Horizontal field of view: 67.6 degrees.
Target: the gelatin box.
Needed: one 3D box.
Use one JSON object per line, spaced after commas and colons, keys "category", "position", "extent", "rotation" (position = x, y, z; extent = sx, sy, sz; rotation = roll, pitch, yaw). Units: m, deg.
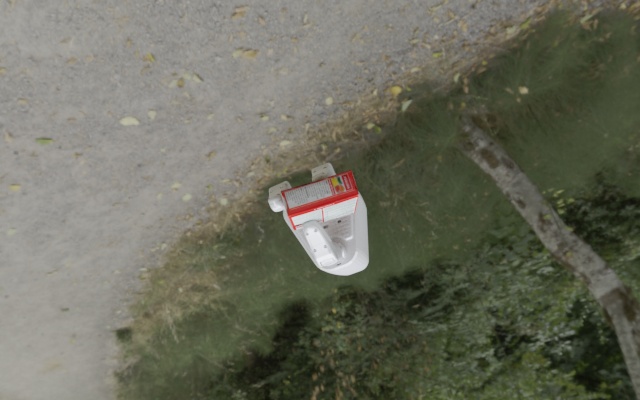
{"category": "gelatin box", "position": [0.000, 0.002, 0.502], "extent": [0.073, 0.030, 0.089], "rotation": [-17, -12, -2]}
